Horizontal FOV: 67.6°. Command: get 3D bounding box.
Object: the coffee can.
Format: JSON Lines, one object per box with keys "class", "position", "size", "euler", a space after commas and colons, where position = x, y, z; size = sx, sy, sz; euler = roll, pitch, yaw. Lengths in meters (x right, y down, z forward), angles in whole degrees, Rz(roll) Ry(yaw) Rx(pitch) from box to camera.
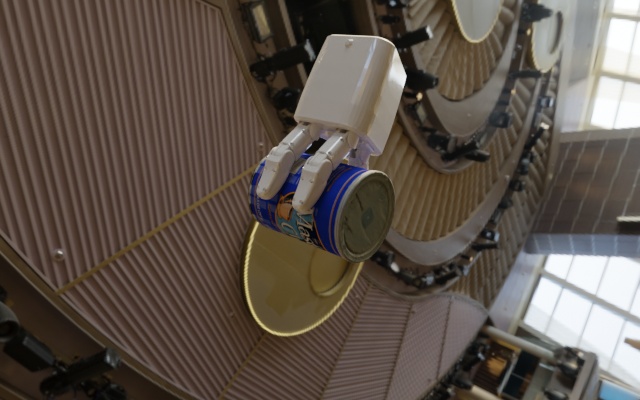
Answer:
{"class": "coffee can", "position": [0.000, 0.002, 0.556], "size": [0.140, 0.103, 0.103], "euler": [18, 11, 38]}
